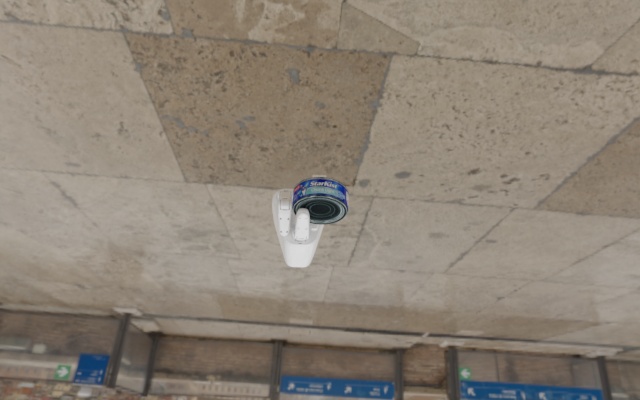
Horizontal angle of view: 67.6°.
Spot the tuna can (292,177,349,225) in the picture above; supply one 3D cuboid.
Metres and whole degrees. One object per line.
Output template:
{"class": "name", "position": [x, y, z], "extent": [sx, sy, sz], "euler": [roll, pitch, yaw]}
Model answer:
{"class": "tuna can", "position": [0.000, 0.003, 0.724], "extent": [0.086, 0.033, 0.086], "euler": [2, -33, 1]}
